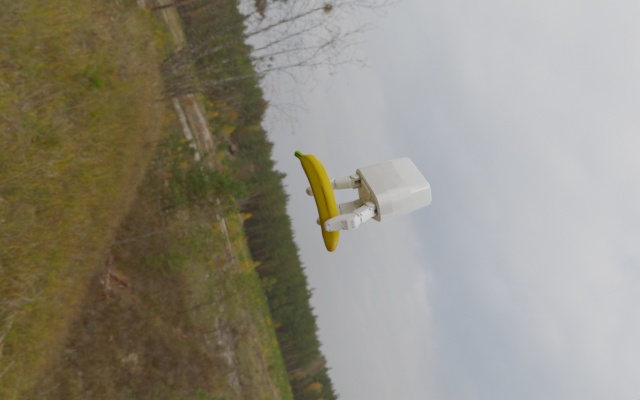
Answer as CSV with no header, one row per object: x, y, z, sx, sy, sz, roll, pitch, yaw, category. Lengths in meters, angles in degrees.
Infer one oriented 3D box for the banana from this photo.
0.004,-0.001,0.857,0.037,0.198,0.069,-18,3,-14,banana
